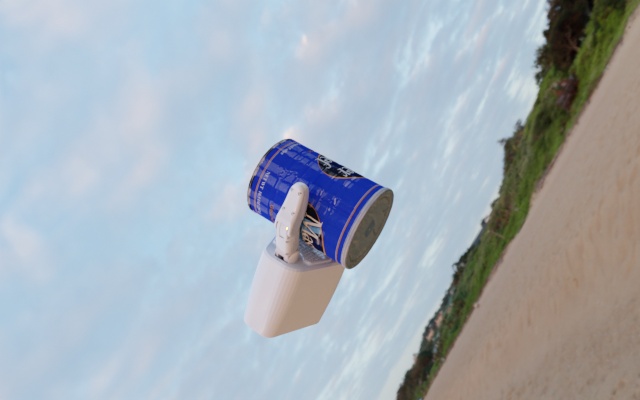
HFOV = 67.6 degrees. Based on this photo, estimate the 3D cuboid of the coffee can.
[{"bbox_3d":[0.000,0.002,0.562,0.140,0.103,0.103,29,11,21],"label":"coffee can"}]
